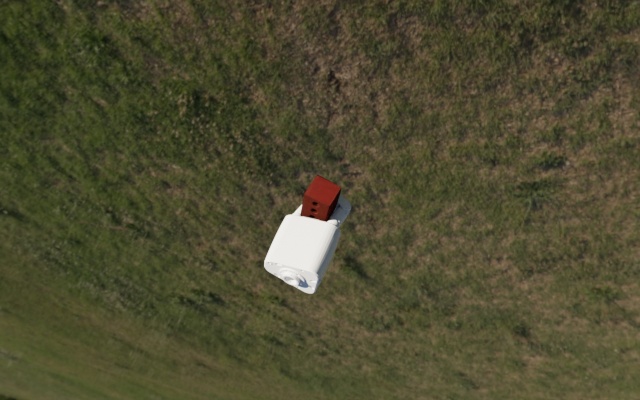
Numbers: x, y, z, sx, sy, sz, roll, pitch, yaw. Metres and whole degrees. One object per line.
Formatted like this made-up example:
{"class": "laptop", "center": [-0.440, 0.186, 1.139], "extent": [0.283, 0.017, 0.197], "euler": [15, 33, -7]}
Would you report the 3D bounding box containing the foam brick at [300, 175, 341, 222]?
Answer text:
{"class": "foam brick", "center": [0.000, 0.003, 0.885], "extent": [0.053, 0.051, 0.078], "euler": [27, -34, 10]}
